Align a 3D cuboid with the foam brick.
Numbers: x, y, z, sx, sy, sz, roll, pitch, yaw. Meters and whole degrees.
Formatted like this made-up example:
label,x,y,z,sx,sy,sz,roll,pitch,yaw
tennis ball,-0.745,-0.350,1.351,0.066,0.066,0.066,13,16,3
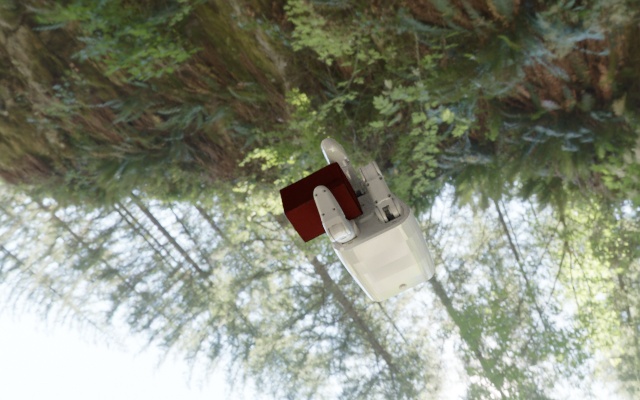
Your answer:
label,x,y,z,sx,sy,sz,roll,pitch,yaw
foam brick,0.000,0.002,0.552,0.078,0.051,0.053,-27,34,8
